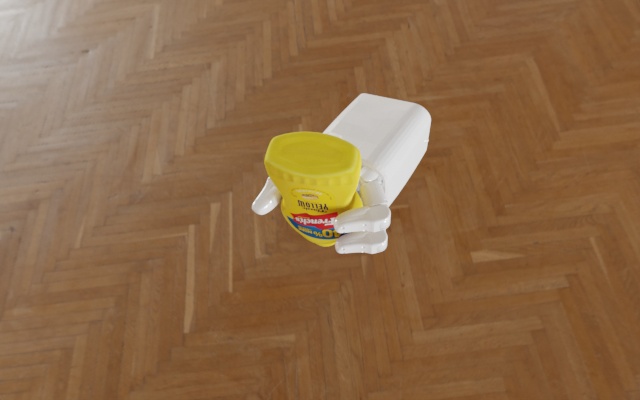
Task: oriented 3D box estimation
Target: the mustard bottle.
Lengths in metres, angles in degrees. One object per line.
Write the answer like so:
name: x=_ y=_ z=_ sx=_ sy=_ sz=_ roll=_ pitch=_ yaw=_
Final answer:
mustard bottle: x=0.000 y=0.002 z=0.551 sx=0.096 sy=0.058 sz=0.192 roll=7 pitch=-30 yaw=11
